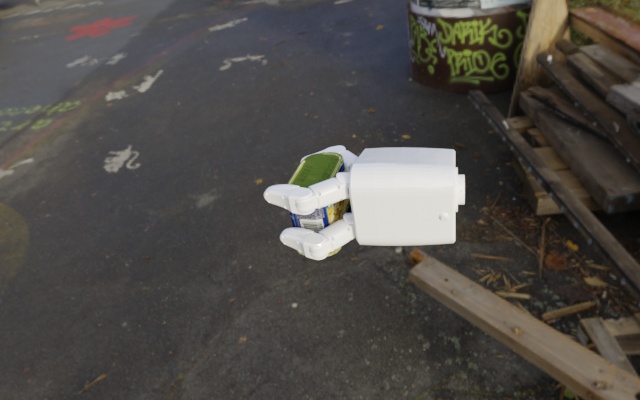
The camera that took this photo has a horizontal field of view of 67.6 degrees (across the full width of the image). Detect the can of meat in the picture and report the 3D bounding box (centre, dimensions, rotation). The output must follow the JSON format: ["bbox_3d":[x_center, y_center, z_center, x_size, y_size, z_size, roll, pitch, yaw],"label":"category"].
[{"bbox_3d":[0.000,0.002,0.570,0.057,0.084,0.102,2,37,19],"label":"can of meat"}]
